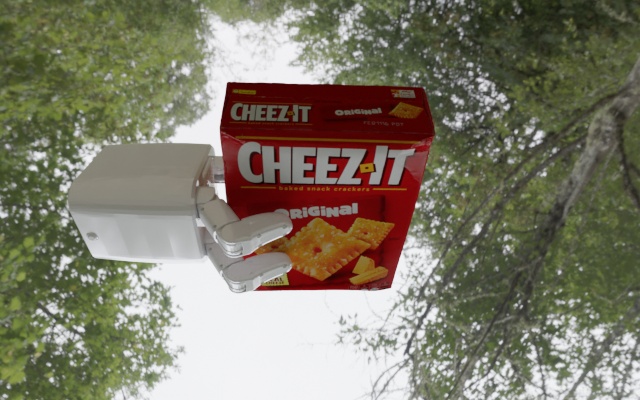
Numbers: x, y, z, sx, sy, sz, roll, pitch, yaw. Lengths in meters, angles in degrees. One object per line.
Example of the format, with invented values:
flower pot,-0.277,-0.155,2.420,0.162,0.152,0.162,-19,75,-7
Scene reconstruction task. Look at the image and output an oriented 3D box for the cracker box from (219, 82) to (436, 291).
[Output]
cracker box,0.000,0.001,0.443,0.164,0.072,0.214,0,-43,-4
